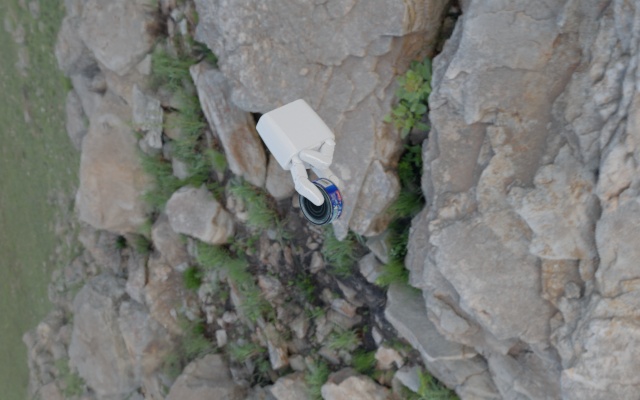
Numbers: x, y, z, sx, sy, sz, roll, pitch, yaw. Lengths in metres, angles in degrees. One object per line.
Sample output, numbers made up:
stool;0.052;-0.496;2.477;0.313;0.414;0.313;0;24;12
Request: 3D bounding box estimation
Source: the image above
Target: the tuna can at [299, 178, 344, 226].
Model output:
tuna can;0.000;0.003;0.889;0.086;0.086;0.033;0;16;44
